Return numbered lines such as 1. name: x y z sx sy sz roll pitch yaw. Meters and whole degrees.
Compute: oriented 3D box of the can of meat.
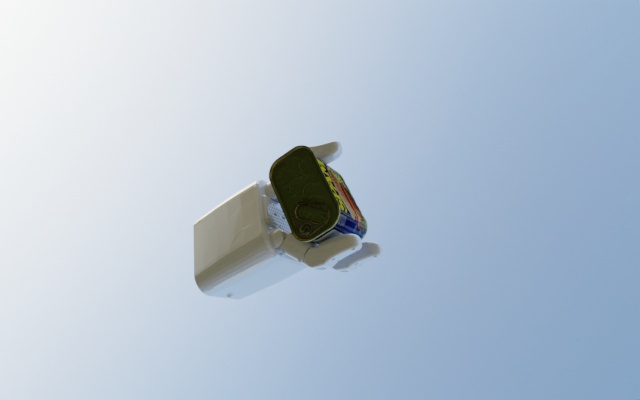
1. can of meat: 0.000 0.002 0.519 0.057 0.102 0.084 -33 -27 15
